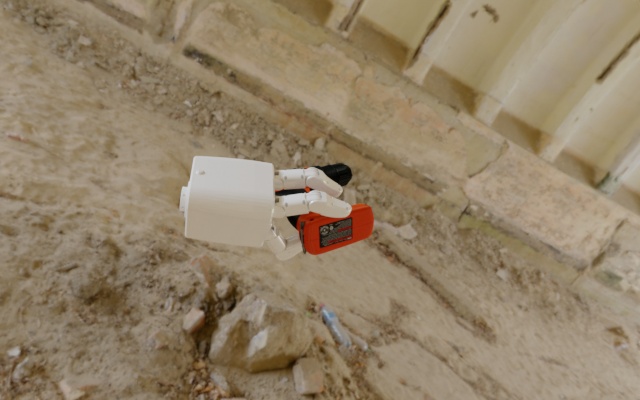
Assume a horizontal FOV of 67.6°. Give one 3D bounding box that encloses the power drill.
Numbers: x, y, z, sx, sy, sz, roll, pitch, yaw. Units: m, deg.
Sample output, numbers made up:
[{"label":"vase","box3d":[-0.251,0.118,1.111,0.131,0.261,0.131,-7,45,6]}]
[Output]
[{"label":"power drill","box3d":[0.000,0.003,0.719,0.184,0.057,0.187,-17,29,-22]}]
